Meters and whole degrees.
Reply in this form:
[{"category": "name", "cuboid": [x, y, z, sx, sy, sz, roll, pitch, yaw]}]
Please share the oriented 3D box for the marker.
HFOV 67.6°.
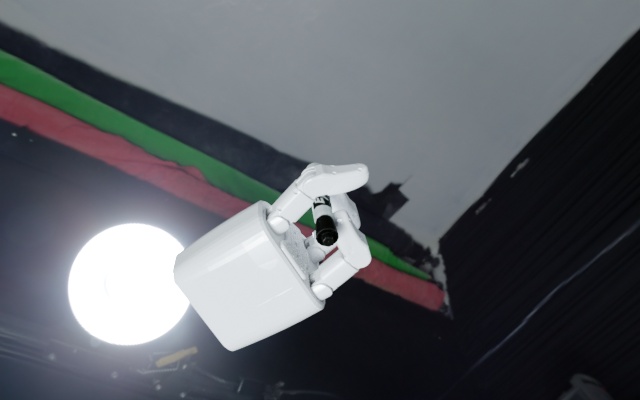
[{"category": "marker", "cuboid": [0.000, 0.001, 0.432, 0.020, 0.020, 0.121, 0, 32, -7]}]
